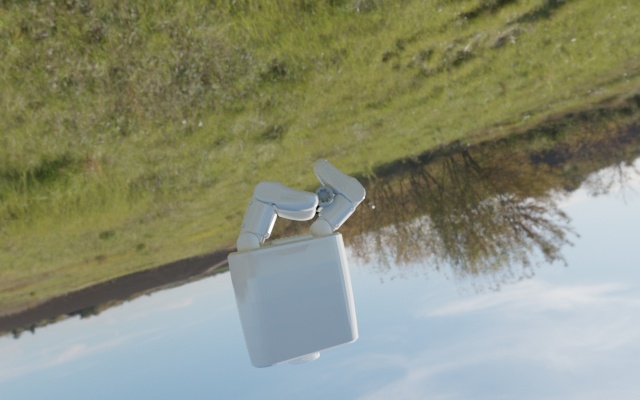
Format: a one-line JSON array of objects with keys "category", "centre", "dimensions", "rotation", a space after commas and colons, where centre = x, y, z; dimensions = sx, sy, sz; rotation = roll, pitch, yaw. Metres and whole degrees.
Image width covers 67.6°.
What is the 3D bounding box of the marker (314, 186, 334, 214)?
[{"category": "marker", "centre": [0.000, 0.002, 0.516], "dimensions": [0.020, 0.020, 0.121], "rotation": [0, -6, -3]}]
